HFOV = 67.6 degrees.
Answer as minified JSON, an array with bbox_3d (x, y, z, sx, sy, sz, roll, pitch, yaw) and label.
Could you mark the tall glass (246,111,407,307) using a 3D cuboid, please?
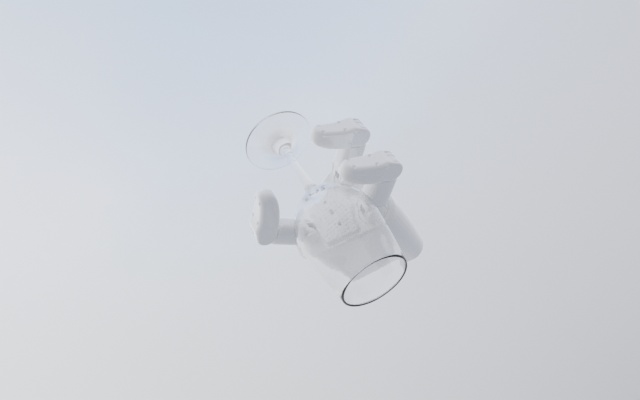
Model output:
[{"bbox_3d":[0.000,0.001,0.446,0.079,0.079,0.201,0,40,-36],"label":"tall glass"}]
